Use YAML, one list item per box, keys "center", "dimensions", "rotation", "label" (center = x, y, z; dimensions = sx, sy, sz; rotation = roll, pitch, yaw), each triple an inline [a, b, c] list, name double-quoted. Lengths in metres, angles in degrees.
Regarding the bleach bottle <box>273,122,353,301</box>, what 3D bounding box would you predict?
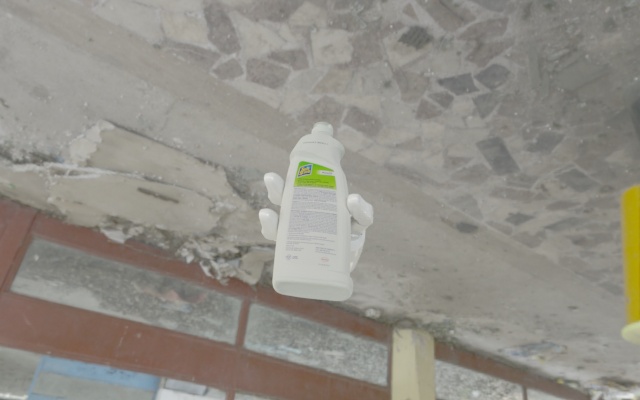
- center: [0.000, 0.002, 0.642]
  dimensions: [0.102, 0.250, 0.068]
  rotation: [6, -29, 0]
  label: "bleach bottle"
